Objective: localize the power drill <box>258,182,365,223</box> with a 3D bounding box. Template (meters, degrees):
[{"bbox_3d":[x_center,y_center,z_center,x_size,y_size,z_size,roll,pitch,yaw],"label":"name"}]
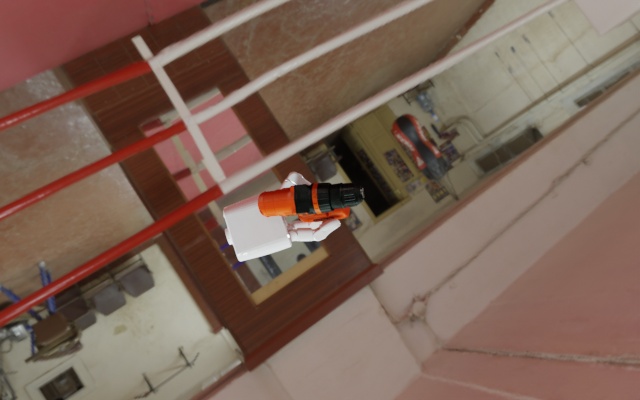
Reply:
[{"bbox_3d":[0.000,0.003,0.871,0.184,0.057,0.188,-5,-8,14],"label":"power drill"}]
